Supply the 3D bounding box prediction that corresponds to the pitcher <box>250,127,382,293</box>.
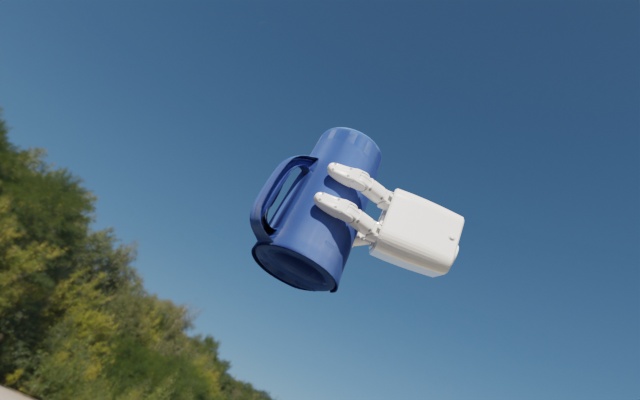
[{"bbox_3d":[0.000,0.002,0.716,0.145,0.242,0.149,21,-29,7],"label":"pitcher"}]
